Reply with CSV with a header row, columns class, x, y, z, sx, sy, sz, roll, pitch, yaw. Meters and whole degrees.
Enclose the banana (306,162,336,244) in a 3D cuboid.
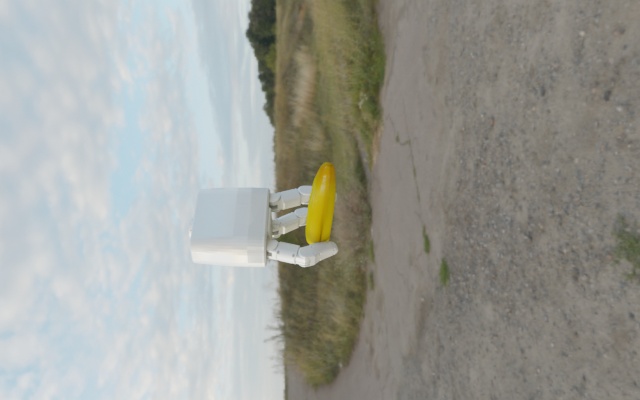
class,x,y,z,sx,sy,sz,roll,pitch,yaw
banana,-0.001,0.021,0.677,0.037,0.069,0.198,4,-25,-1
